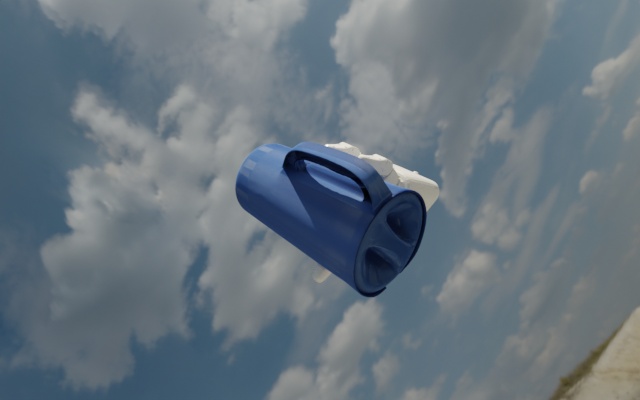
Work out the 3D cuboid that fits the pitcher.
[{"bbox_3d":[0.000,0.002,0.606,0.242,0.149,0.145,27,13,37],"label":"pitcher"}]
